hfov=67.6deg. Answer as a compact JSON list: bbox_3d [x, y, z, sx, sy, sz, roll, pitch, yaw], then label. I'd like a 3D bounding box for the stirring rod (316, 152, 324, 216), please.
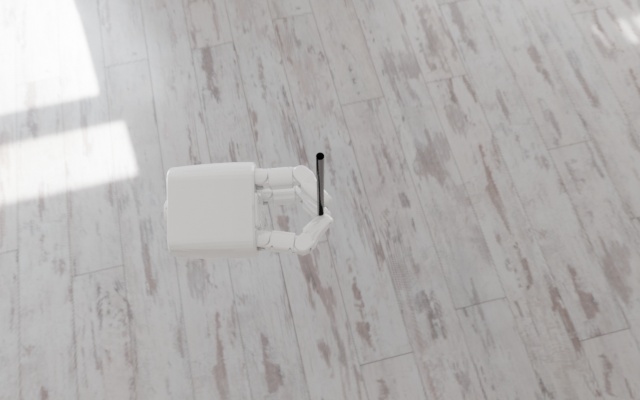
[{"bbox_3d":[0.000,0.002,0.554,0.011,0.011,0.240,0,-21,0],"label":"stirring rod"}]
